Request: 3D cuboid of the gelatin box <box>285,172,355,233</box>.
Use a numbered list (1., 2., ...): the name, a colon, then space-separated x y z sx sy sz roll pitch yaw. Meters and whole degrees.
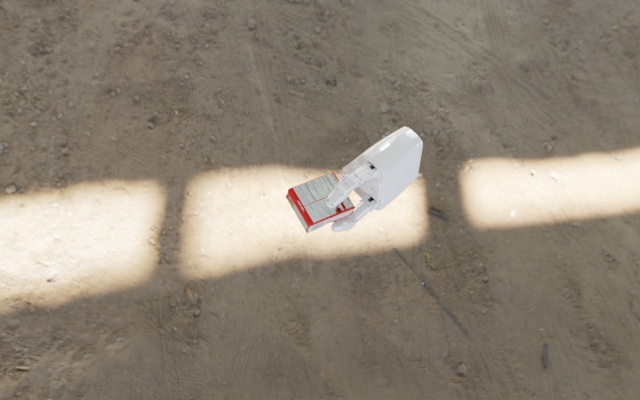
1. gelatin box: 0.000 0.002 0.763 0.089 0.073 0.030 -22 -22 -26
